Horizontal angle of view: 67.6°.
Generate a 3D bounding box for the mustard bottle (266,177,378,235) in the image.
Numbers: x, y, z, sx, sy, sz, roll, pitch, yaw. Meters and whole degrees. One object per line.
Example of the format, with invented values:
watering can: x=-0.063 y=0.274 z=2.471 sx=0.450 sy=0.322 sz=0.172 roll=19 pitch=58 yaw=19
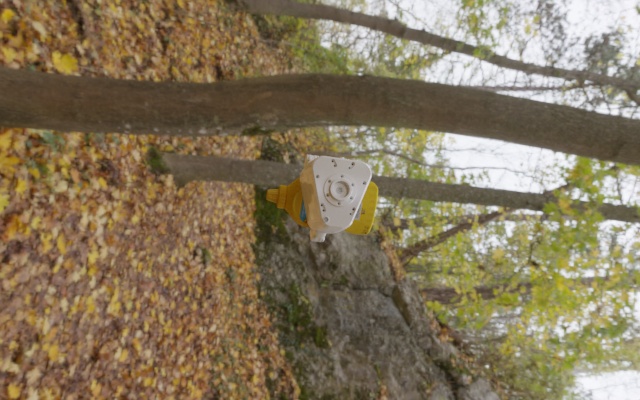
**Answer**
mustard bottle: x=0.000 y=0.003 z=0.847 sx=0.191 sy=0.096 sz=0.058 roll=7 pitch=18 yaw=-9
